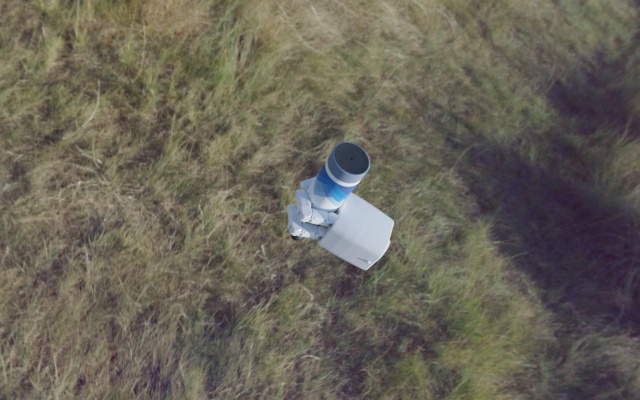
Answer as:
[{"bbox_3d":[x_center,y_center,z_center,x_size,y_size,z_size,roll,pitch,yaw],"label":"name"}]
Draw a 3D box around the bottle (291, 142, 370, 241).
[{"bbox_3d":[0.000,0.003,0.893,0.069,0.069,0.296,0,-29,-23],"label":"bottle"}]
